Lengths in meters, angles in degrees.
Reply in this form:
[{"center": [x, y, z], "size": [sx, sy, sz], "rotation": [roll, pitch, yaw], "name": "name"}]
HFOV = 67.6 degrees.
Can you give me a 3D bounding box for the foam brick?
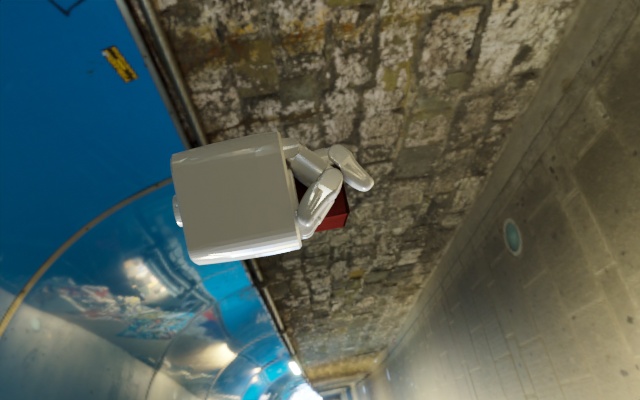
[{"center": [0.000, 0.002, 0.528], "size": [0.051, 0.053, 0.078], "rotation": [-11, -14, -3], "name": "foam brick"}]
